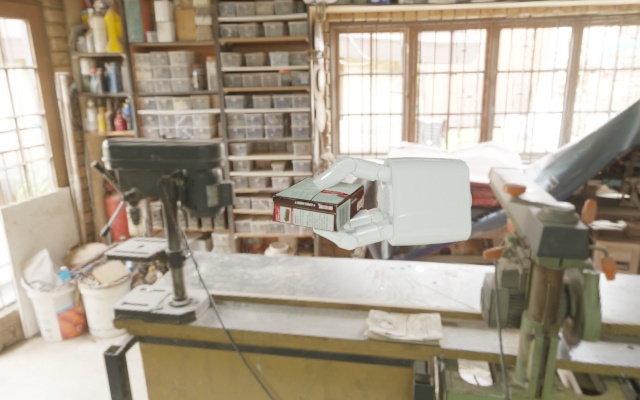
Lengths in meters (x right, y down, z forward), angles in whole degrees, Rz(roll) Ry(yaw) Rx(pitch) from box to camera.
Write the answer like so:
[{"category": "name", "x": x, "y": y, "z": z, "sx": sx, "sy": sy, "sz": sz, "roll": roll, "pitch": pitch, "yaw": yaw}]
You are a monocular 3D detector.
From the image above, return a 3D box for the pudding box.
[{"category": "pudding box", "x": 0.000, "y": 0.002, "z": 0.632, "sx": 0.090, "sy": 0.039, "sz": 0.113, "roll": 8, "pitch": 16, "yaw": 21}]
